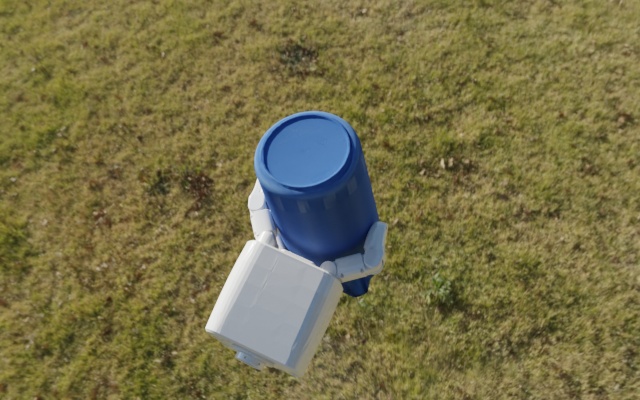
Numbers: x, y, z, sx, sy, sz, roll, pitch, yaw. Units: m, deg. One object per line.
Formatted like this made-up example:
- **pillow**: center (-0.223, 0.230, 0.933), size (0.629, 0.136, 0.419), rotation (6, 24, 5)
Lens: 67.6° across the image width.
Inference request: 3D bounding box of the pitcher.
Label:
- **pitcher**: center (0.000, 0.002, 0.570), size (0.149, 0.145, 0.243), rotation (17, -25, 19)
